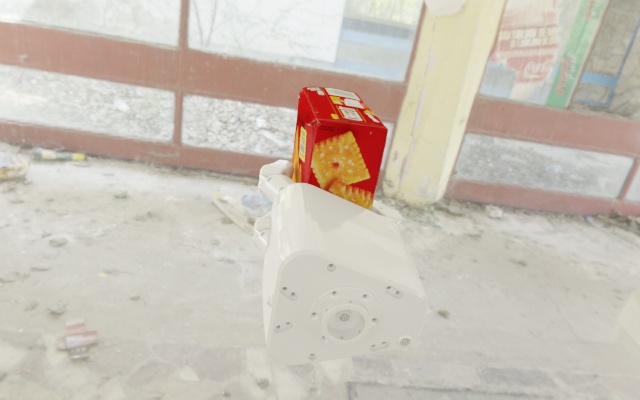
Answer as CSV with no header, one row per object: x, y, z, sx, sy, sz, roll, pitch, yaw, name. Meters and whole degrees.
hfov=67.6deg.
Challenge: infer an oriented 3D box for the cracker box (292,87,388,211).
0.000,0.001,0.500,0.072,0.214,0.164,7,23,-9,cracker box
